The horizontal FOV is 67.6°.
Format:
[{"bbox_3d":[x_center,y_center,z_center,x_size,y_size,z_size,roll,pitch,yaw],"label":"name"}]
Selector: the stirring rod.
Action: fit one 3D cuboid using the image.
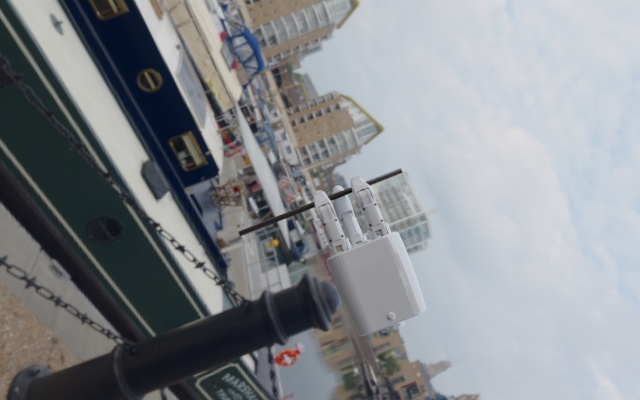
[{"bbox_3d":[0.000,0.002,0.660,0.239,0.011,0.011,-21,0,-1],"label":"stirring rod"}]
